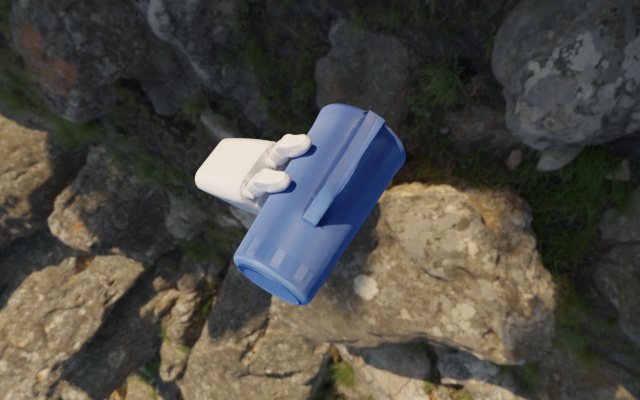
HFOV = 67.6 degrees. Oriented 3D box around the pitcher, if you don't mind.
[{"bbox_3d":[0.000,0.002,0.601,0.145,0.242,0.149,14,-27,39],"label":"pitcher"}]
